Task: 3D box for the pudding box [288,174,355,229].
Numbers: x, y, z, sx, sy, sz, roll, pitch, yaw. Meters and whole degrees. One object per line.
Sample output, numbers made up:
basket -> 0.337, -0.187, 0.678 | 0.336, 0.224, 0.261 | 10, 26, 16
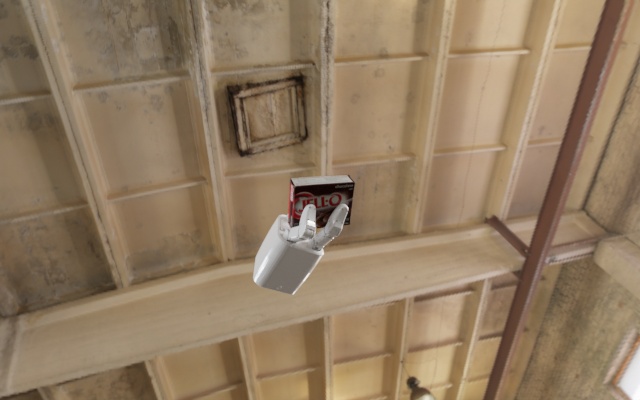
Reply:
pudding box -> 0.000, 0.003, 0.848 | 0.113, 0.090, 0.039 | -6, 32, -18
